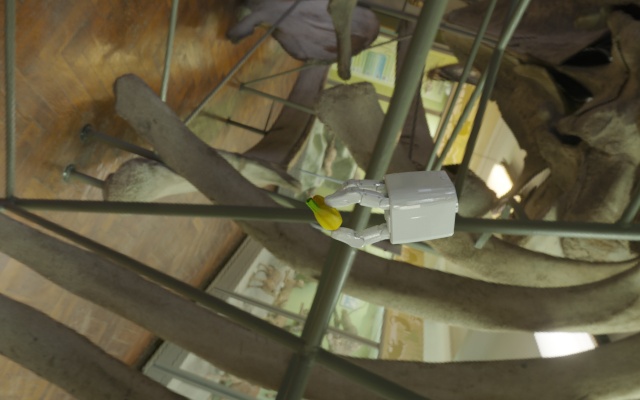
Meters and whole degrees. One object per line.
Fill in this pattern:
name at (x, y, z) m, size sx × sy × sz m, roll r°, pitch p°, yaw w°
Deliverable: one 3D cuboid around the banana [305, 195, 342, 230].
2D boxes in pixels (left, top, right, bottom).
banana at (0.010, 0.019, 0.832) m, size 0.037 × 0.069 × 0.198 m, roll -31°, pitch 0°, yaw 1°
